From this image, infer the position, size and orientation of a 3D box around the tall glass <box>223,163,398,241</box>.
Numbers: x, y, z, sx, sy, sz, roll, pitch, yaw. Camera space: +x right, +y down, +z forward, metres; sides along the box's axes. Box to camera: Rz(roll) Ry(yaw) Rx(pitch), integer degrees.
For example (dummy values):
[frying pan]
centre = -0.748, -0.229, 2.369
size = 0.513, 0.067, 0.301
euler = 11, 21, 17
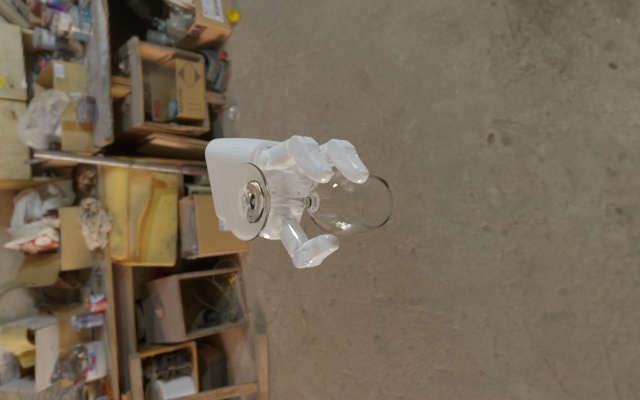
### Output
[tall glass]
centre = 0.000, 0.002, 0.518
size = 0.201, 0.079, 0.079
euler = 0, 0, -44
